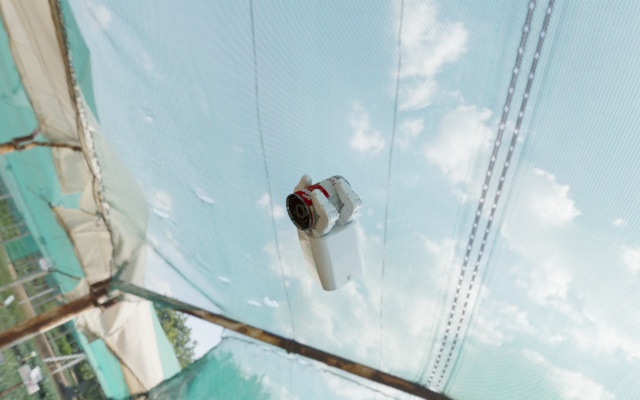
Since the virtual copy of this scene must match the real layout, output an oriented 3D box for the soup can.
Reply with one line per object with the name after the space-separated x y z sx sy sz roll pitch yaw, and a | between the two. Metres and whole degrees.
0.000 0.002 0.833 0.102 0.068 0.068 -25 14 -32 | soup can
